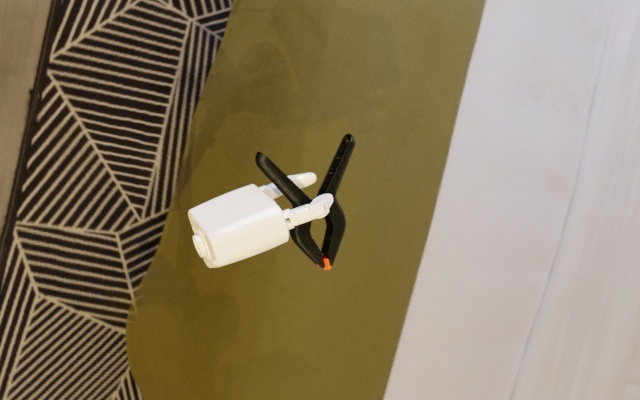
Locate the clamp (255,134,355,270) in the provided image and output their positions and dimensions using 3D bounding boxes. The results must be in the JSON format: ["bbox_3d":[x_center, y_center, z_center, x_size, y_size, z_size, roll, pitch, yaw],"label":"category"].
[{"bbox_3d":[0.000,0.003,0.740,0.164,0.210,0.036,-22,18,-22],"label":"clamp"}]
